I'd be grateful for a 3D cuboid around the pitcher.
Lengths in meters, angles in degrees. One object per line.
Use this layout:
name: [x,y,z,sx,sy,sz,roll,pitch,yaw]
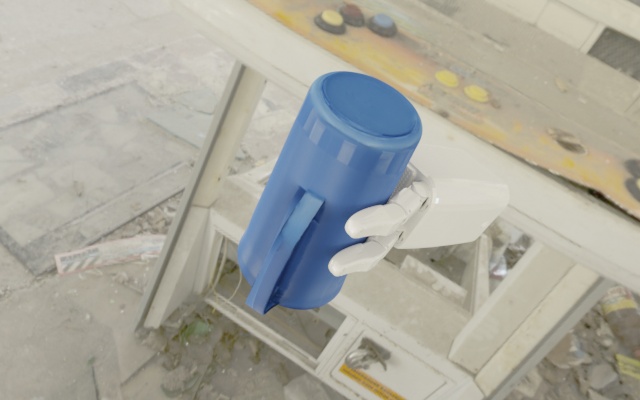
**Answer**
pitcher: [0.000,0.002,0.486,0.145,0.149,0.243,0,-42,-26]
